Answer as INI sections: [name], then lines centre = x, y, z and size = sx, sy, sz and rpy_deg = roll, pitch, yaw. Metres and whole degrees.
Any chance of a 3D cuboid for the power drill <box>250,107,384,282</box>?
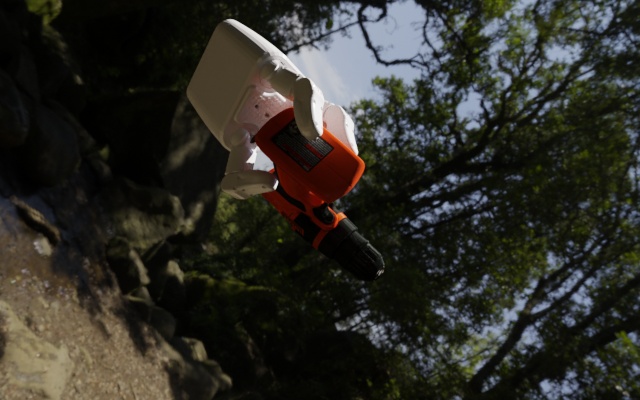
[power drill]
centre = 0.000, 0.001, 0.506
size = 0.184, 0.057, 0.188
rpy_deg = 39, -19, 16
